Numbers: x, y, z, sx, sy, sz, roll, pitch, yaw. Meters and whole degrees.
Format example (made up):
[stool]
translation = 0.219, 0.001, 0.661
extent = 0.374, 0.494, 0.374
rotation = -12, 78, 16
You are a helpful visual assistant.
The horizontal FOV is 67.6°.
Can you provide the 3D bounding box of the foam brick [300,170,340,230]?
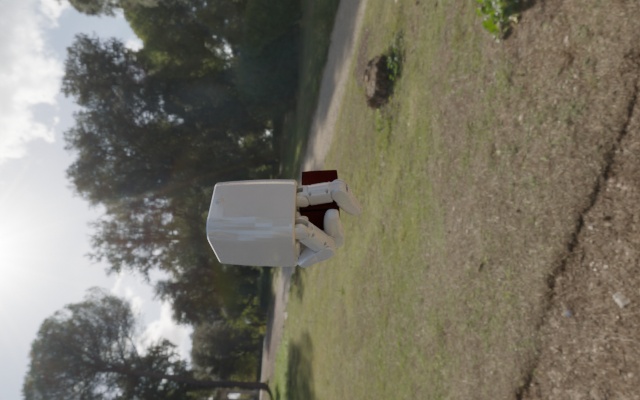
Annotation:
[foam brick]
translation = 0.000, 0.002, 0.659
extent = 0.051, 0.078, 0.053
rotation = -3, -45, 3
